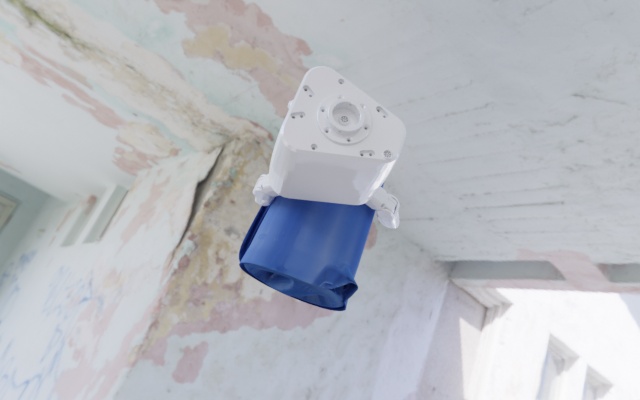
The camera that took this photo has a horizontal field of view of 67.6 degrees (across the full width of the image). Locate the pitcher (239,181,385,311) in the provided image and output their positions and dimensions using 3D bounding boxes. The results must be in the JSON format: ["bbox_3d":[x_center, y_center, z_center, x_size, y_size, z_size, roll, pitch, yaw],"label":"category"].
[{"bbox_3d":[0.000,0.002,0.596,0.149,0.242,0.145,23,-21,1],"label":"pitcher"}]
